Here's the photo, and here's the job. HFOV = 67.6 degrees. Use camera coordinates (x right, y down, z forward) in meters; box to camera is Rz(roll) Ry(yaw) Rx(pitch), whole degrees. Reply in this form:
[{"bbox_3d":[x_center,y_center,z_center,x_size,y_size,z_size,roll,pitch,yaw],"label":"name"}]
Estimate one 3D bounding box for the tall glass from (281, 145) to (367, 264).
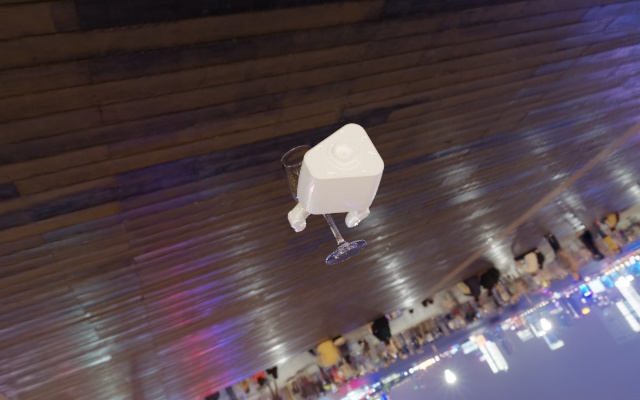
[{"bbox_3d":[0.000,0.003,0.810,0.079,0.201,0.079,-23,-23,-10],"label":"tall glass"}]
